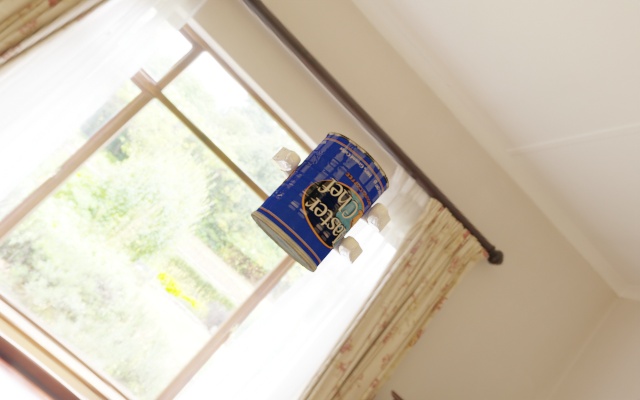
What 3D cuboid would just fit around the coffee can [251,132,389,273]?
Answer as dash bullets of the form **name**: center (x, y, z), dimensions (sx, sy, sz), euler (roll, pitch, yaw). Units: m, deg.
- **coffee can**: center (0.000, 0.002, 0.582), dimensions (0.103, 0.140, 0.103), euler (40, -12, 11)
